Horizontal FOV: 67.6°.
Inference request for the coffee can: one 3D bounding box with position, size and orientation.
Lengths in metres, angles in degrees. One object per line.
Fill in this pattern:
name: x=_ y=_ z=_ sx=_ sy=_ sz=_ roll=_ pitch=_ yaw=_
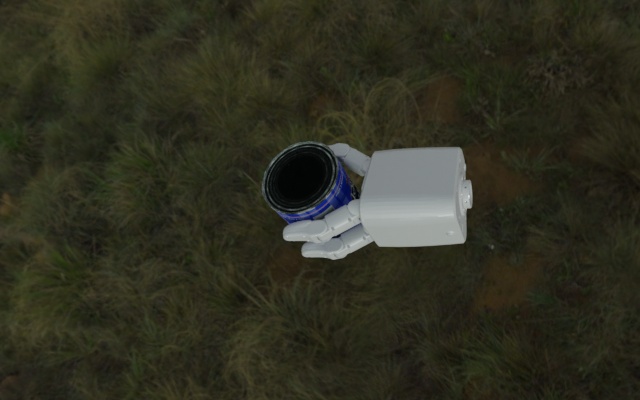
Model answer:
coffee can: x=0.000 y=0.002 z=0.635 sx=0.103 sy=0.102 sz=0.140 roll=0 pitch=-27 yaw=25
